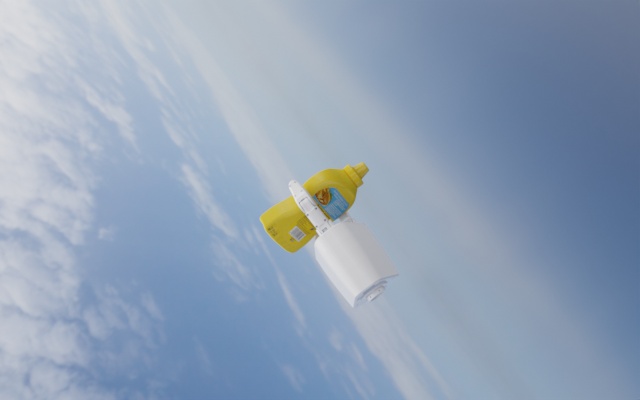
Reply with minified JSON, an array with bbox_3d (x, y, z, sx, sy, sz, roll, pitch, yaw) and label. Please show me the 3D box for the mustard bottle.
[{"bbox_3d":[0.000,0.003,0.789,0.096,0.191,0.058,48,6,-45],"label":"mustard bottle"}]
